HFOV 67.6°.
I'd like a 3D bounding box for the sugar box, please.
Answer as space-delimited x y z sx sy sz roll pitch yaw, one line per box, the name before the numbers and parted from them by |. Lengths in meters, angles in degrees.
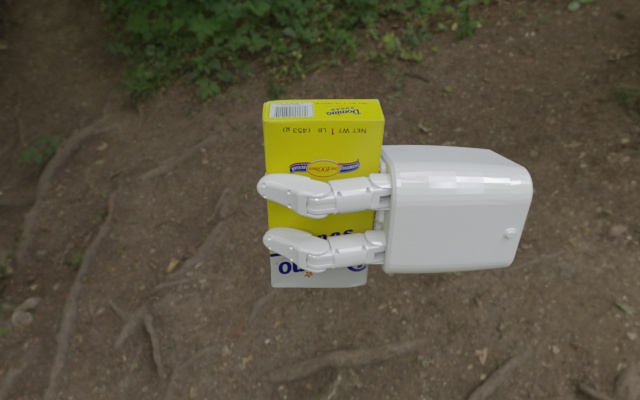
sugar box | 0.000 0.002 0.415 0.093 0.176 0.048 -1 34 -2
